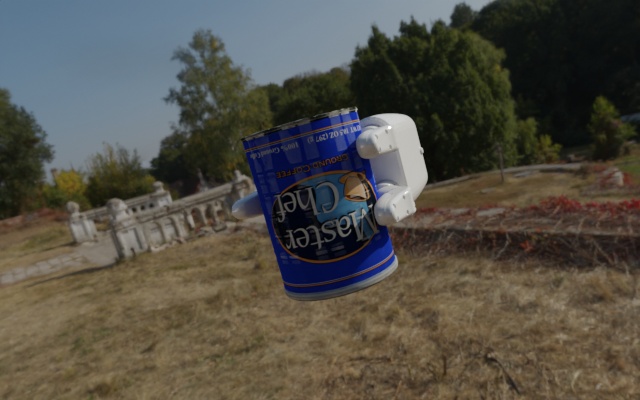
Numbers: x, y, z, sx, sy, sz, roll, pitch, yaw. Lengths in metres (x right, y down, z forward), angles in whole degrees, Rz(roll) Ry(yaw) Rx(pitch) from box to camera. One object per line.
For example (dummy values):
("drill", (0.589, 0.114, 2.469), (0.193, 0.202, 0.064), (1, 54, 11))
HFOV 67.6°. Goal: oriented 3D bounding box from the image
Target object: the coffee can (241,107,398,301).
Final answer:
("coffee can", (0.000, 0.002, 0.413), (0.103, 0.140, 0.103), (-15, 7, 2))
